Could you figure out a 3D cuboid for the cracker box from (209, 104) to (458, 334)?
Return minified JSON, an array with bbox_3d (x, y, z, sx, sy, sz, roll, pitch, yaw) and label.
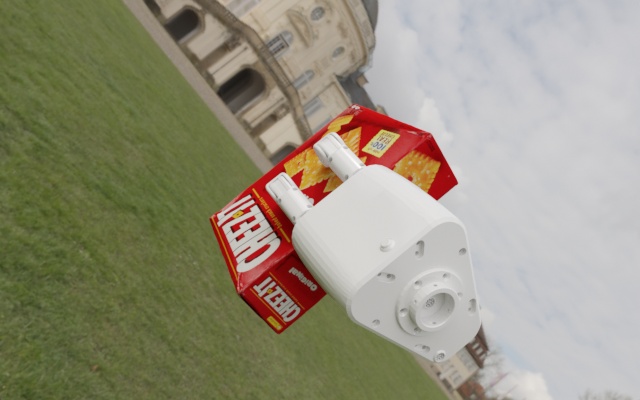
[{"bbox_3d":[0.000,0.002,0.479,0.213,0.072,0.164,-39,29,-3],"label":"cracker box"}]
